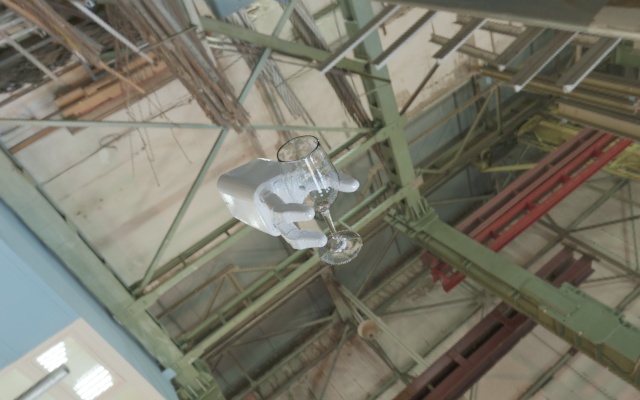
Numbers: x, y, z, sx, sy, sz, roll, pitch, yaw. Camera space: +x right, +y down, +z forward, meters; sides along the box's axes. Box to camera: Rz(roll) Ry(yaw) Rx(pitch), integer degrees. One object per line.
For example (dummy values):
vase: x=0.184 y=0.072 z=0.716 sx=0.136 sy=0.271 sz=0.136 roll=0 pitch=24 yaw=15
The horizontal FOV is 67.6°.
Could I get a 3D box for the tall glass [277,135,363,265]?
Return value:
tall glass: x=0.000 y=0.003 z=0.709 sx=0.079 sy=0.201 sz=0.079 roll=-14 pitch=38 yaw=11
